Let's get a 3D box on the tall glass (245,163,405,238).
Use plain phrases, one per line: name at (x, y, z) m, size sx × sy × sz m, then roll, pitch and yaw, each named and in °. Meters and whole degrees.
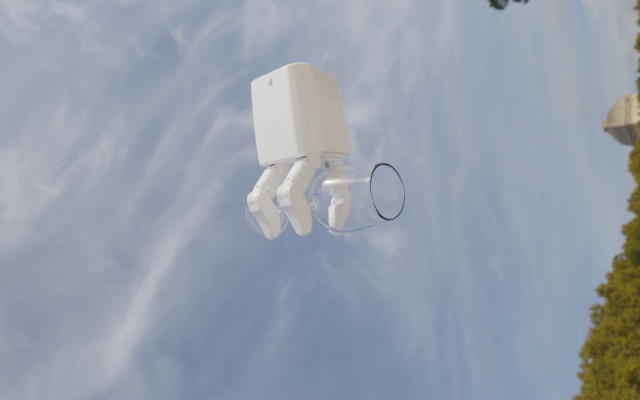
tall glass at (0.000, 0.002, 0.571) m, size 0.201 × 0.079 × 0.079 m, roll -9°, pitch -6°, yaw 43°
